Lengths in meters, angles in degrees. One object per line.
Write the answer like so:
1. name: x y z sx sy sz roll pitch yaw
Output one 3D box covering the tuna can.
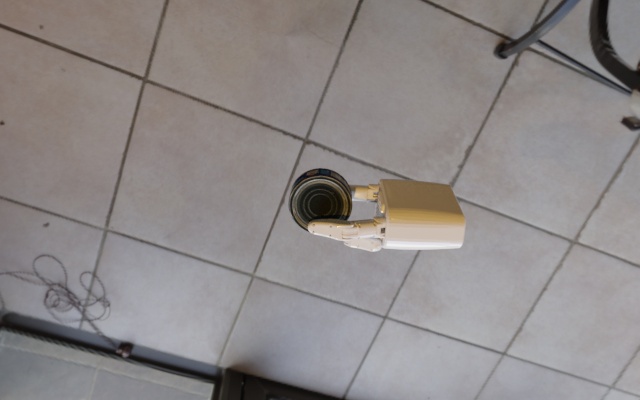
1. tuna can: 0.000 0.002 0.639 0.086 0.086 0.033 0 19 2
